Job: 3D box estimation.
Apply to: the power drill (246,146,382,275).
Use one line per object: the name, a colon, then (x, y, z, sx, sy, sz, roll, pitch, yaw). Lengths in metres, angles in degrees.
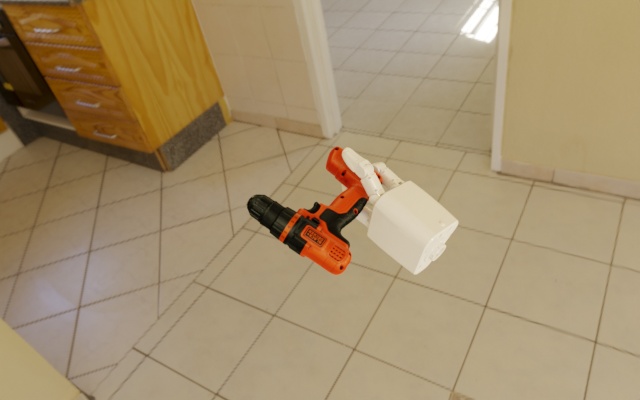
power drill: (0.001, 0.002, 0.771, 0.184, 0.187, 0.057, 35, -26, 2)
